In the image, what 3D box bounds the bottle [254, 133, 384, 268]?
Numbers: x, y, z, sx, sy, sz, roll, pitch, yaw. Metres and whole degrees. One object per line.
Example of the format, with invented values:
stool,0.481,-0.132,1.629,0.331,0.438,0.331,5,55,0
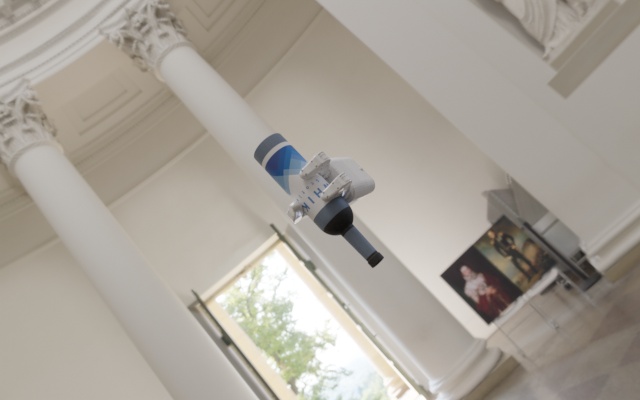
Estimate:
bottle,0.000,0.003,0.845,0.295,0.069,0.069,46,15,15
